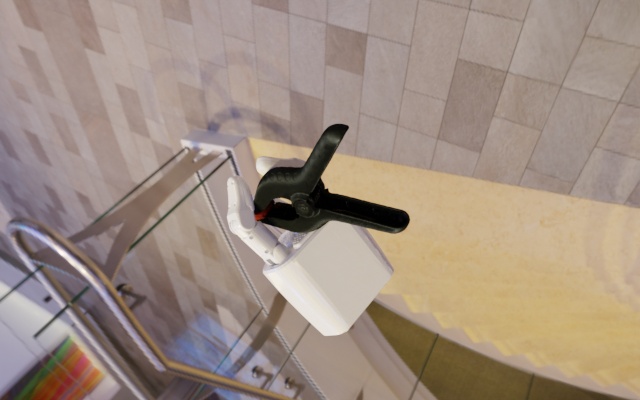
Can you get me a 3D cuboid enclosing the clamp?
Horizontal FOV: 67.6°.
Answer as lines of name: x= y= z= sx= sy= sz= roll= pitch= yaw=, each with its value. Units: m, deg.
clamp: x=0.000 y=0.002 z=0.465 sx=0.171 sy=0.120 sz=0.039 roll=-23 pitch=22 yaw=48
